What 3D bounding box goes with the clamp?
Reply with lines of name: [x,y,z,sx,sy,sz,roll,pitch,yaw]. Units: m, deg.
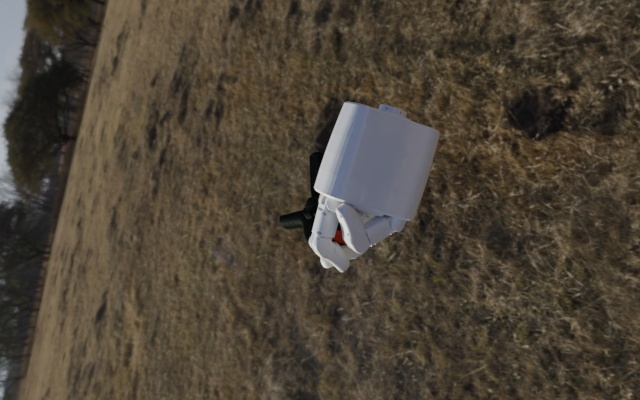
clamp: [0.000,0.002,0.624,0.039,0.120,0.171,14,8,-29]
